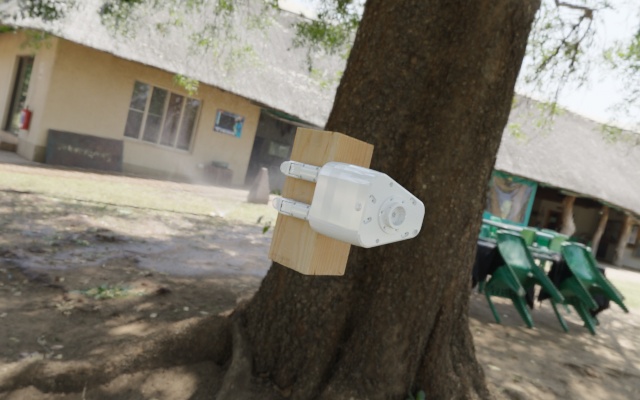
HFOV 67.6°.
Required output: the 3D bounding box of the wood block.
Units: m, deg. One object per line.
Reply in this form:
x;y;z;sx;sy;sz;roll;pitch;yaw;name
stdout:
0.001;0.002;0.732;0.090;0.206;0.091;16;3;43;wood block
